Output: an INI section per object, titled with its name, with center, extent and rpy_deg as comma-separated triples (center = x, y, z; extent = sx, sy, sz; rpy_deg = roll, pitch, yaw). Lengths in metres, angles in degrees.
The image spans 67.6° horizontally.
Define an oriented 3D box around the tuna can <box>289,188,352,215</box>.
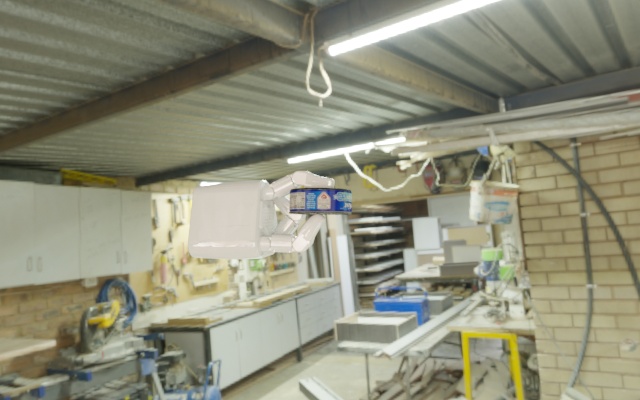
[tuna can]
center = 0.000, 0.002, 0.647
extent = 0.086, 0.034, 0.086
rpy_deg = 1, -3, 0
